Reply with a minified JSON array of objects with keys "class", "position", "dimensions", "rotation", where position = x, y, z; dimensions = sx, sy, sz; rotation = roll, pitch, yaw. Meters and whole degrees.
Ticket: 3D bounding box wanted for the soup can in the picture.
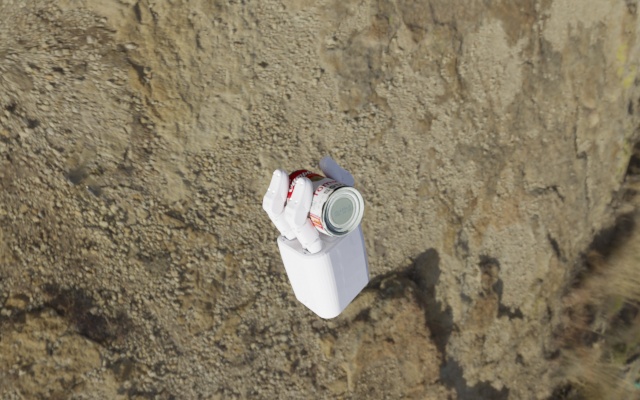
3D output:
[{"class":"soup can","position":[0.000,0.002,0.628],"dimensions":[0.068,0.068,0.102],"rotation":[0,14,-36]}]
